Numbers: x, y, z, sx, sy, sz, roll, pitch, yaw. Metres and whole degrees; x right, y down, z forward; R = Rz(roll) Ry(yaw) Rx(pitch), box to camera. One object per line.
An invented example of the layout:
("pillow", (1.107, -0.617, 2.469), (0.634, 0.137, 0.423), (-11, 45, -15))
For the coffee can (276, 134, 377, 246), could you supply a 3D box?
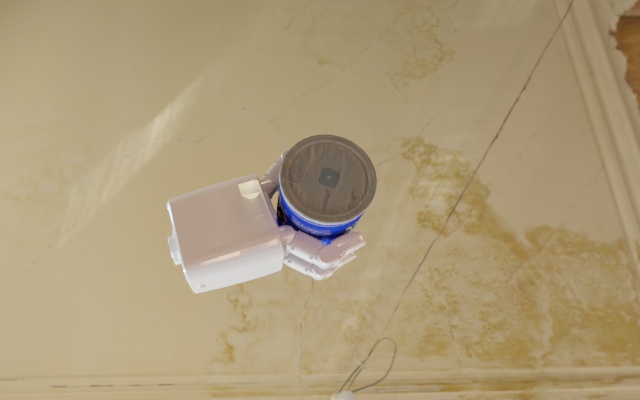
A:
("coffee can", (0.000, 0.002, 0.560), (0.103, 0.102, 0.140), (0, -22, -8))
